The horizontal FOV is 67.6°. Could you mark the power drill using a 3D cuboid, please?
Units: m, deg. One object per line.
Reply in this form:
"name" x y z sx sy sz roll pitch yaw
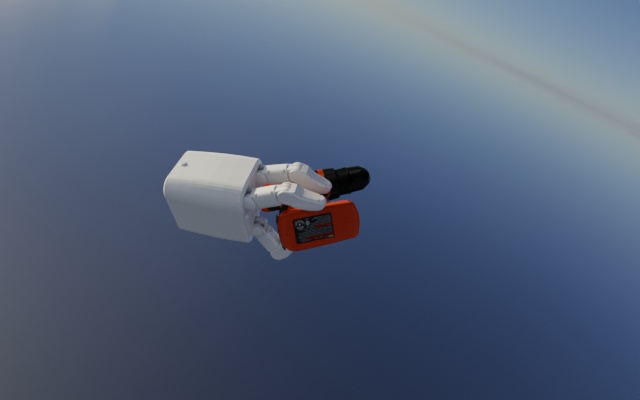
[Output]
"power drill" 0.000 0.002 0.694 0.184 0.057 0.187 -14 19 -5
